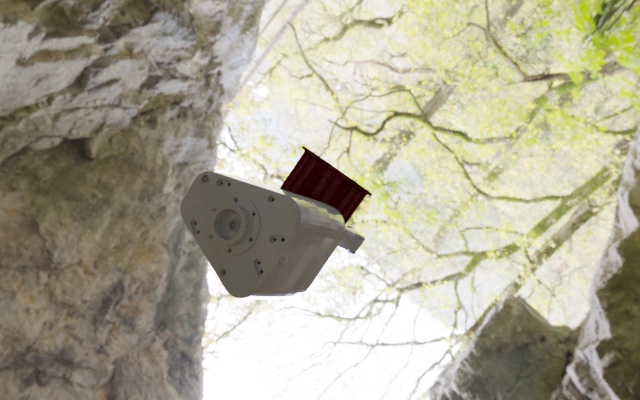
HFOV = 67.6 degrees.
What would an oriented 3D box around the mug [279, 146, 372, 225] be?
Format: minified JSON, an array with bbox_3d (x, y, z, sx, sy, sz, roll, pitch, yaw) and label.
[{"bbox_3d":[0.000,0.002,0.534,0.093,0.081,0.117,37,6,22],"label":"mug"}]
